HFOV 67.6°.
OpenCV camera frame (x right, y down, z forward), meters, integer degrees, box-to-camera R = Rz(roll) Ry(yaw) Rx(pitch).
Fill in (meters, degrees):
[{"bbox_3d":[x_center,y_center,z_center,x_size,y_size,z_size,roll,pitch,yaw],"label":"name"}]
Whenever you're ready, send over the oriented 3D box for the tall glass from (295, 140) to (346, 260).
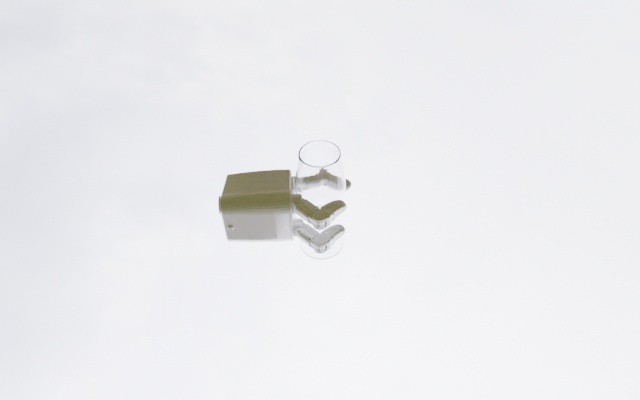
[{"bbox_3d":[0.000,0.003,0.756,0.079,0.201,0.079,0,45,0],"label":"tall glass"}]
